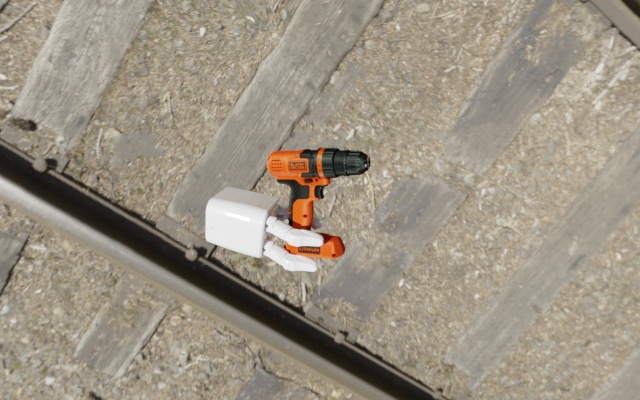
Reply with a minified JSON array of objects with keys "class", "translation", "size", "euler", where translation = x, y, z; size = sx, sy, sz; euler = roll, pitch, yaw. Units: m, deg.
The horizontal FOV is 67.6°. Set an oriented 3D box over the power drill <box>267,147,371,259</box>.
[{"class":"power drill","translation":[0.000,0.003,0.821],"size":[0.184,0.188,0.057],"euler":[2,12,25]}]
